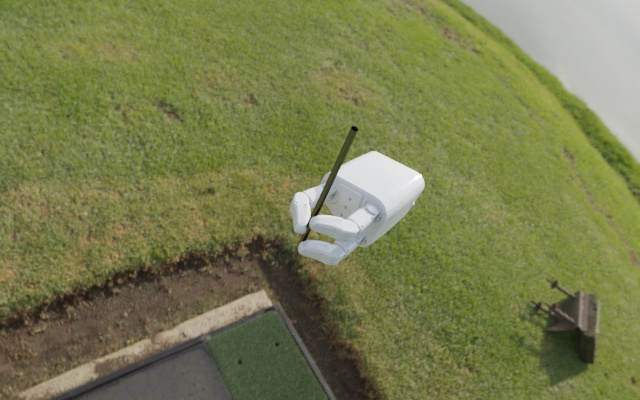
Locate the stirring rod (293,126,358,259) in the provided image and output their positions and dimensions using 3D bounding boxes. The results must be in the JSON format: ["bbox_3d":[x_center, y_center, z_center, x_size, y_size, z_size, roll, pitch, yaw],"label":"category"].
[{"bbox_3d":[0.000,0.002,0.578,0.011,0.011,0.240,0,-39,-22],"label":"stirring rod"}]
